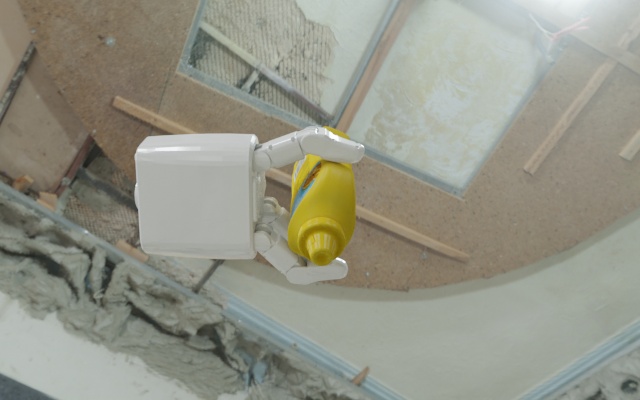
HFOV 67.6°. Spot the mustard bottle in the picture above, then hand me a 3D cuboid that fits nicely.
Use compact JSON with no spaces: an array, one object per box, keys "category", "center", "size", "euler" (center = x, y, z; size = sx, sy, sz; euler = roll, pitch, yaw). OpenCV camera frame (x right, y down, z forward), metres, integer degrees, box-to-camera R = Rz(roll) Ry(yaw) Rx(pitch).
[{"category":"mustard bottle","center":[0.000,0.001,0.471],"size":[0.058,0.096,0.191],"euler":[22,26,-11]}]
